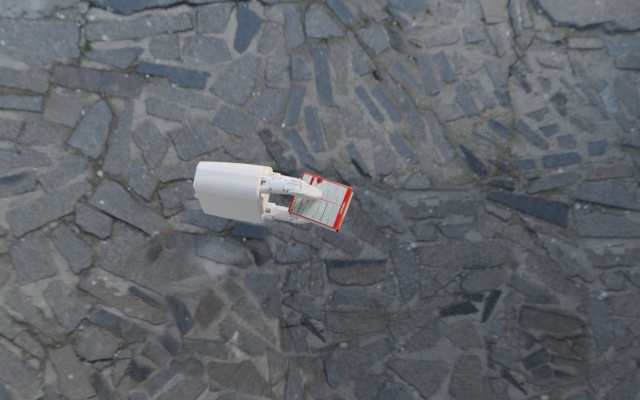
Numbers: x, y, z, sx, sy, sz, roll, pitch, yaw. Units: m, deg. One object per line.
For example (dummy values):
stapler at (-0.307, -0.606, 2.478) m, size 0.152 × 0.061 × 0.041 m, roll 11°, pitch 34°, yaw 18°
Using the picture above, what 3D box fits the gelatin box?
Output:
gelatin box at (0.000, 0.003, 0.786) m, size 0.089 × 0.073 × 0.030 m, roll 19°, pitch -12°, yaw 11°
